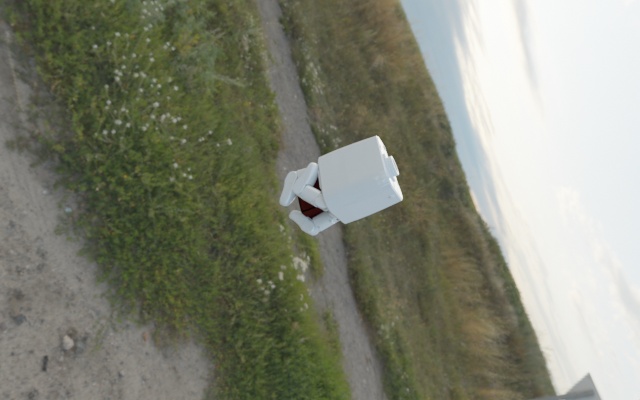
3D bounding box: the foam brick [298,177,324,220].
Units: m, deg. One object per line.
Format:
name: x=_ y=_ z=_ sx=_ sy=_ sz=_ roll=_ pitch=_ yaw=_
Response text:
foam brick: x=0.000 y=0.003 z=0.820 sx=0.051 sy=0.053 sz=0.078 roll=-21 pitch=-26 yaw=15
